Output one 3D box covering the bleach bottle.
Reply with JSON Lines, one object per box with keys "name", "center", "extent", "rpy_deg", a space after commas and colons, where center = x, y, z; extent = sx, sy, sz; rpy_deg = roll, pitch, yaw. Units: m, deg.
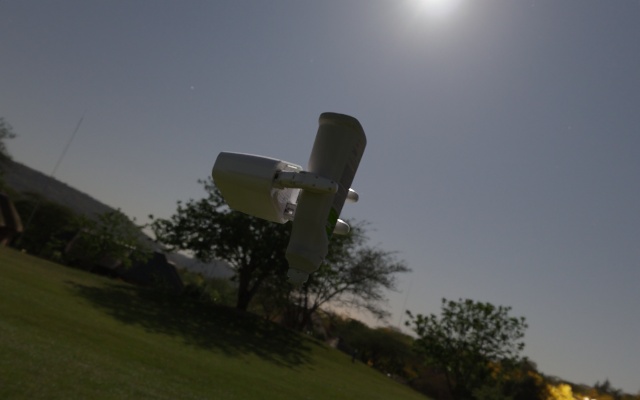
{"name": "bleach bottle", "center": [0.000, 0.002, 0.711], "extent": [0.068, 0.250, 0.103], "rpy_deg": [13, -15, 21]}
